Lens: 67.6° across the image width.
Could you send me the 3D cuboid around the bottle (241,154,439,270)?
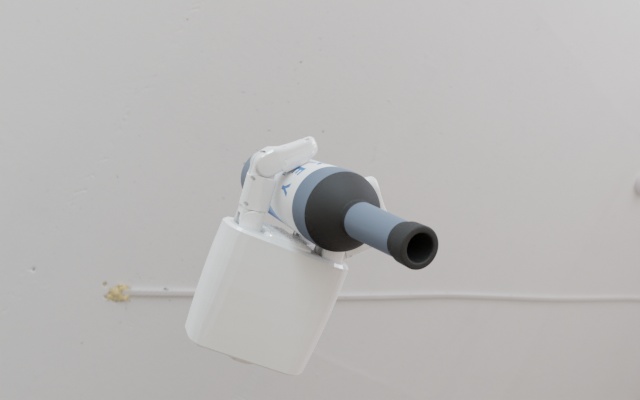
[{"bbox_3d":[0.000,0.001,0.414,0.069,0.069,0.295,0,11,-24],"label":"bottle"}]
